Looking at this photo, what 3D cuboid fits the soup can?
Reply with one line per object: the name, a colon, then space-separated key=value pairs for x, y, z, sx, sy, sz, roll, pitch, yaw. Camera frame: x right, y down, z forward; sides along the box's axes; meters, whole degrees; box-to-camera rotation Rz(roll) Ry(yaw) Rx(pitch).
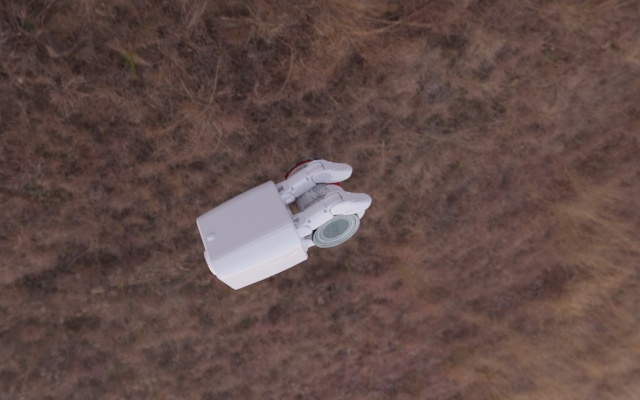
soup can: x=0.001 y=0.002 z=0.623 sx=0.068 sy=0.102 sz=0.069 roll=-18 pitch=-37 yaw=-14
